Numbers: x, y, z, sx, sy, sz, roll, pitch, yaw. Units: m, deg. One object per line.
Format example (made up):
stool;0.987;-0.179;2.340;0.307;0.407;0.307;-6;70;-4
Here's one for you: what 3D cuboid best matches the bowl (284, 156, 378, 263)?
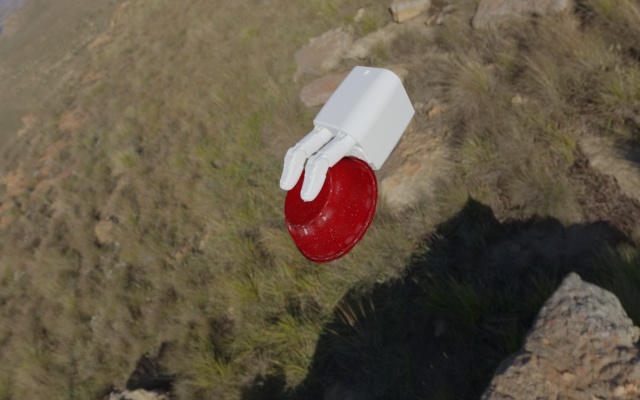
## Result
bowl;-0.001;0.003;0.661;0.055;0.162;0.162;27;-18;-39
